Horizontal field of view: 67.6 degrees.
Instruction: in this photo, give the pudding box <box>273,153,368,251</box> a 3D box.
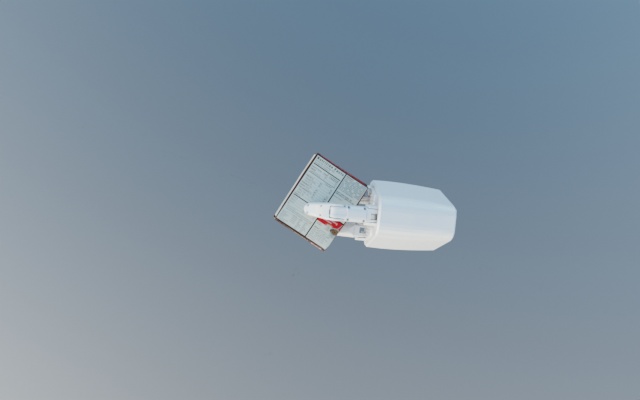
[{"bbox_3d":[0.000,0.002,0.676,0.090,0.113,0.039,34,-2,-5],"label":"pudding box"}]
